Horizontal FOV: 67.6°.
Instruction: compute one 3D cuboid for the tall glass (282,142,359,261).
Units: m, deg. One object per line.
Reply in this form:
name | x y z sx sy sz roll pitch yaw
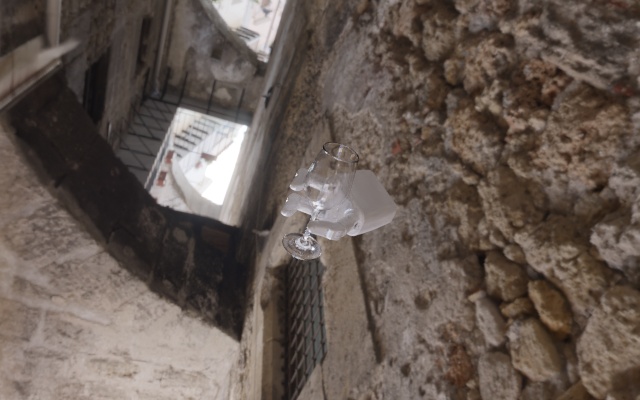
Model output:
tall glass | 0.000 0.003 0.806 0.079 0.201 0.079 17 31 -10
